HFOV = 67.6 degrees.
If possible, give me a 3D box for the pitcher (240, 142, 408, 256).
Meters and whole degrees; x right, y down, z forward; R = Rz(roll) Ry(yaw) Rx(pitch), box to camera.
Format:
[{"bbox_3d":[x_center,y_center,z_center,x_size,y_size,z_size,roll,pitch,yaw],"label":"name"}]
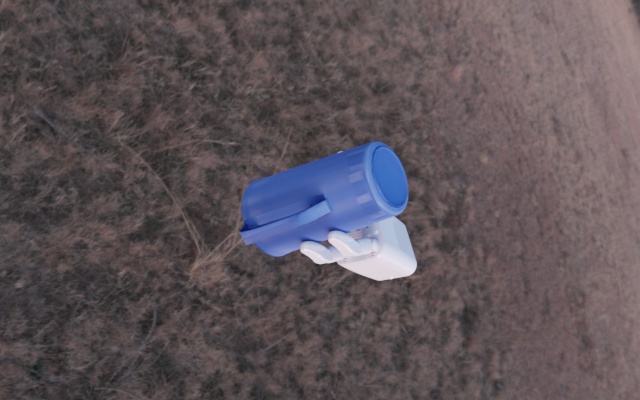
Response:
[{"bbox_3d":[0.000,0.002,0.721,0.243,0.149,0.145,-19,-37,37],"label":"pitcher"}]
